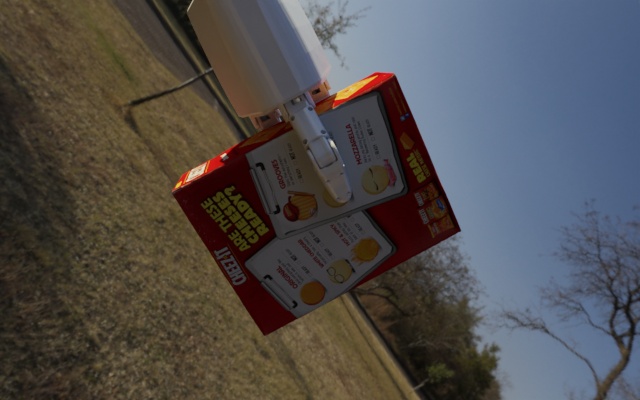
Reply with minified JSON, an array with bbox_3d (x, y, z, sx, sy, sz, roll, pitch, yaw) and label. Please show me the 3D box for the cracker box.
[{"bbox_3d":[0.000,0.001,0.452,0.213,0.164,0.072,-28,18,0],"label":"cracker box"}]
